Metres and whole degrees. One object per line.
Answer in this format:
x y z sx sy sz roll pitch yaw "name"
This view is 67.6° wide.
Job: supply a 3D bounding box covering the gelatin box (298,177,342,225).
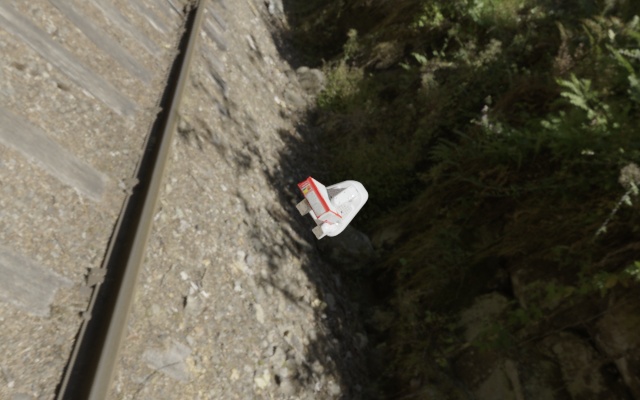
0.000 0.003 0.856 0.030 0.073 0.089 -33 -17 9 "gelatin box"
